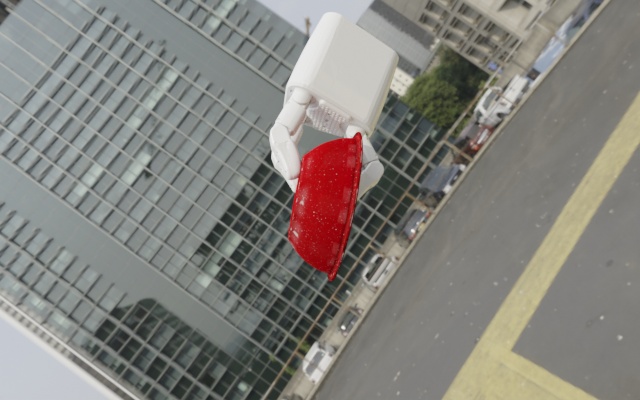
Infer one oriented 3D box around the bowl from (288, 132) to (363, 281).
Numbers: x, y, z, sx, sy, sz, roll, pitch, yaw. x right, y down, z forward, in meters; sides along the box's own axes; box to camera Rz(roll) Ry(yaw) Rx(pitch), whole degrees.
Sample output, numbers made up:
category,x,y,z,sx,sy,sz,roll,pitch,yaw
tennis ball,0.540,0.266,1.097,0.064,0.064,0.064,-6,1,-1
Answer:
category,x,y,z,sx,sy,sz,roll,pitch,yaw
bowl,-0.001,0.003,0.508,0.055,0.162,0.162,10,-1,-4
